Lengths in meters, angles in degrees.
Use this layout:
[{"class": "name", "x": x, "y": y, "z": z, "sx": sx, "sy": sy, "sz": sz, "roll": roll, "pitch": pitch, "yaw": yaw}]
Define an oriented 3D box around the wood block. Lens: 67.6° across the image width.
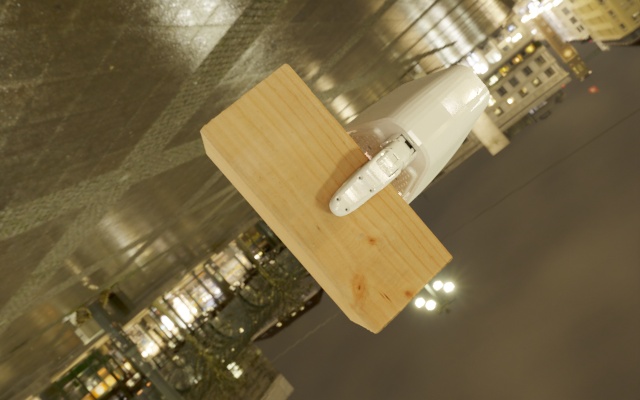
[{"class": "wood block", "x": 0.001, "y": 0.001, "z": 0.412, "sx": 0.090, "sy": 0.206, "sz": 0.091, "roll": -41, "pitch": 1, "yaw": -13}]
